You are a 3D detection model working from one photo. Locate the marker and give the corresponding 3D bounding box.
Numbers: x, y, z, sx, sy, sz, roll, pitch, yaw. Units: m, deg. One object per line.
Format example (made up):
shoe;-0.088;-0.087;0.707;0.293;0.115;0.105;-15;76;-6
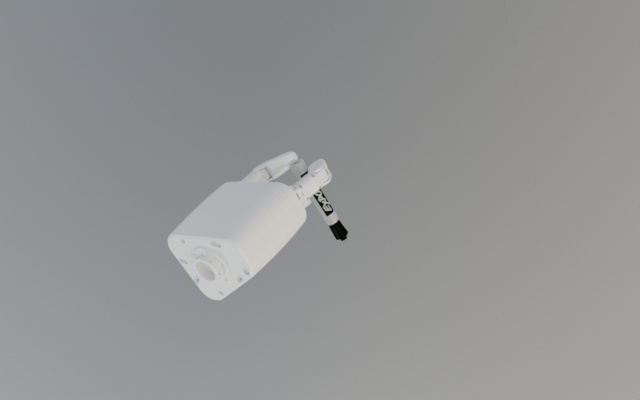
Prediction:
marker;0.000;0.002;0.611;0.020;0.121;0.020;-29;17;10
